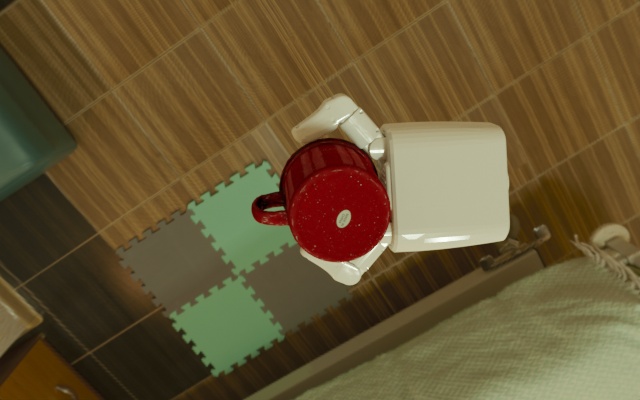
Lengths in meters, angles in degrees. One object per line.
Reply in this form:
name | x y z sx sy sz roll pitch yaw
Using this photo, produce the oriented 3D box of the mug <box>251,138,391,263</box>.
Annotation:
mug | -0.001 0.001 0.403 0.117 0.093 0.081 -5 19 -4
